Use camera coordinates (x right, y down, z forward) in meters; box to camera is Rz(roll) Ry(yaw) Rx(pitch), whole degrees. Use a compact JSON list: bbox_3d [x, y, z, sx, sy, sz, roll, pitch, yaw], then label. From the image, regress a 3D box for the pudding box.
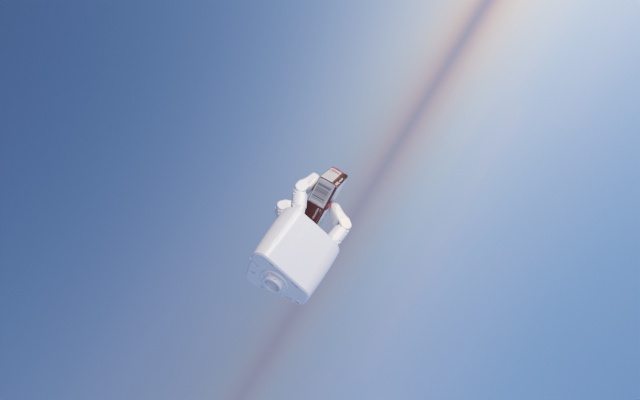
[{"bbox_3d":[0.000,0.003,0.845,0.039,0.113,0.090,32,21,4],"label":"pudding box"}]
